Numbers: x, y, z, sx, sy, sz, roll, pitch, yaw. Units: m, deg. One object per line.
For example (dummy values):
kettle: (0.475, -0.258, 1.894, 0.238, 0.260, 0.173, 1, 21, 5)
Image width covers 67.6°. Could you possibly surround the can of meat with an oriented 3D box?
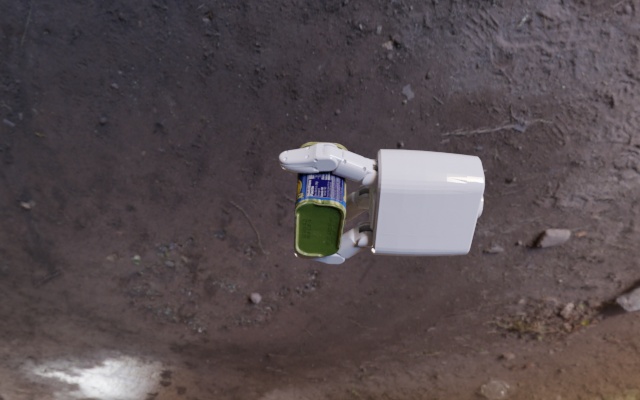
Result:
can of meat: (0.000, 0.002, 0.525, 0.057, 0.083, 0.102, 4, -40, 0)
